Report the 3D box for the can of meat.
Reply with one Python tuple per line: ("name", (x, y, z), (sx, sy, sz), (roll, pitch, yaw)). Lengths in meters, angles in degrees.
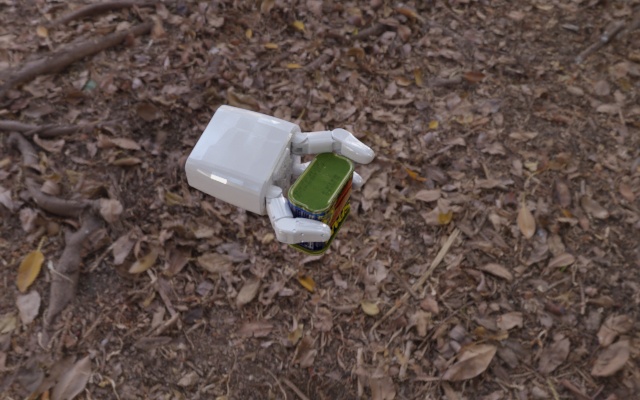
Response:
("can of meat", (0.000, 0.002, 0.582), (0.057, 0.102, 0.084), (22, -38, 15))
